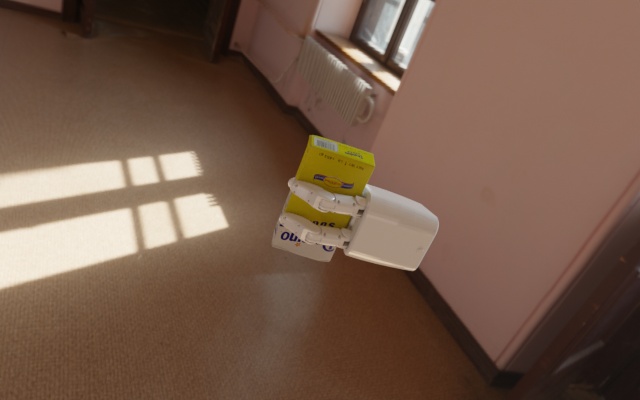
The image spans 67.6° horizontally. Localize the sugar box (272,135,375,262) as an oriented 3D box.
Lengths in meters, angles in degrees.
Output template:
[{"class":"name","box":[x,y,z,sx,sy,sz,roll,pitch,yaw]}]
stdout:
[{"class":"sugar box","box":[0.000,0.002,0.675,0.093,0.176,0.048,17,29,-9]}]
